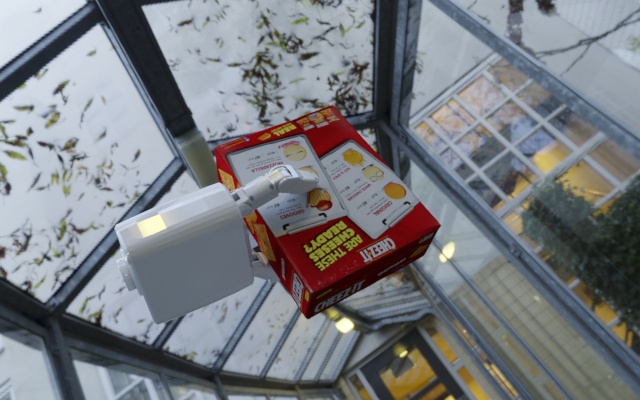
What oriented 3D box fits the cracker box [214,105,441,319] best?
[{"bbox_3d":[0.000,0.002,0.543,0.164,0.213,0.072,-24,-31,-23],"label":"cracker box"}]
